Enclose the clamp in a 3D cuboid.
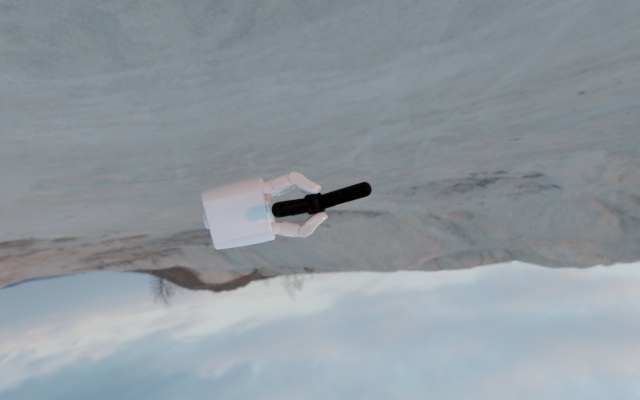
[{"bbox_3d":[0.000,0.004,0.846,0.164,0.036,0.210,-13,-2,-2],"label":"clamp"}]
